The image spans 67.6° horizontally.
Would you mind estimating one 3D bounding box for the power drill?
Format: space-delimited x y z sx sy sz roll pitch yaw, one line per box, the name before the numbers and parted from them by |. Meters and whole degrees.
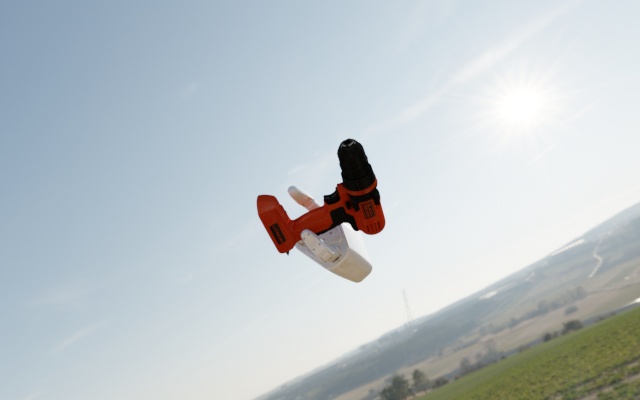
power drill | 0.000 0.003 0.743 0.187 0.185 0.057 -17 39 6
